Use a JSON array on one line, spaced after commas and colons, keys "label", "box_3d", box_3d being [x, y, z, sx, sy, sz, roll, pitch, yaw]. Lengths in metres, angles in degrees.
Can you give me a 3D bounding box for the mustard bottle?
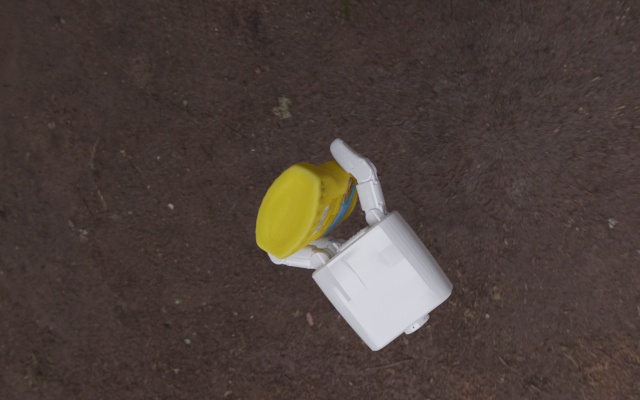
[{"label": "mustard bottle", "box_3d": [0.000, 0.002, 0.542, 0.058, 0.096, 0.191, 28, 15, 15]}]
